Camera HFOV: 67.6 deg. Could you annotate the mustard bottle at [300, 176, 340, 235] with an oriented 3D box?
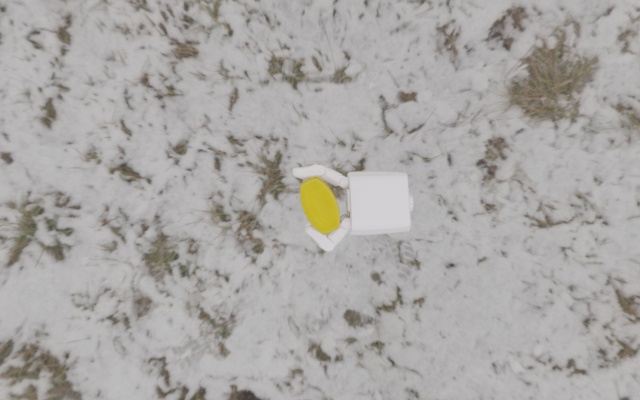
[{"bbox_3d":[0.000,0.003,0.876,0.058,0.096,0.191,-26,3,2],"label":"mustard bottle"}]
